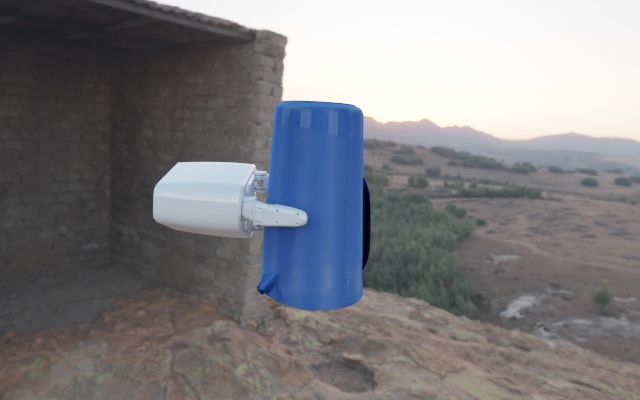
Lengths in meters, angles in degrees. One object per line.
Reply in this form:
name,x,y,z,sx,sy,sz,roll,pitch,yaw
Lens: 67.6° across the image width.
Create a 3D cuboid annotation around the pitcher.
pitcher,0.000,0.002,0.600,0.145,0.243,0.149,3,8,0
